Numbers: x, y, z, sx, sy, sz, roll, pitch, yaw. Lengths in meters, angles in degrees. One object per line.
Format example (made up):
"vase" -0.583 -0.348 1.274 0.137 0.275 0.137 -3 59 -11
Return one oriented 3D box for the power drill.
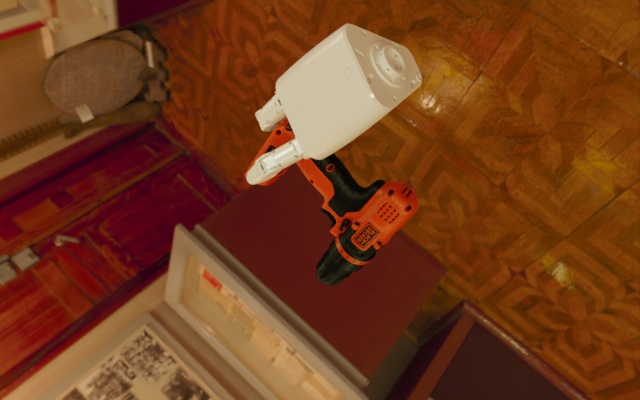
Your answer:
"power drill" 0.000 0.001 0.585 0.184 0.187 0.057 -50 -2 36
